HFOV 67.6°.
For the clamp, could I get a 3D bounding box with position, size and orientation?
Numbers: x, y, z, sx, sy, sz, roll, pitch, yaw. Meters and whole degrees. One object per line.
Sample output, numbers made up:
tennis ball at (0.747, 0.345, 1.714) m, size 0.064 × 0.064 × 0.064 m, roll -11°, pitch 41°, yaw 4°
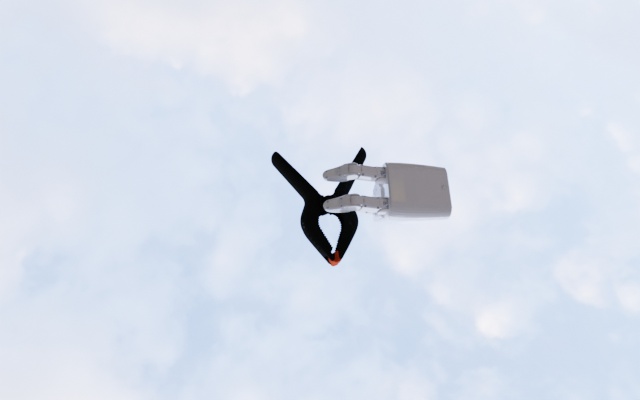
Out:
clamp at (0.000, 0.003, 0.784) m, size 0.164 × 0.210 × 0.036 m, roll 2°, pitch -23°, yaw -7°
